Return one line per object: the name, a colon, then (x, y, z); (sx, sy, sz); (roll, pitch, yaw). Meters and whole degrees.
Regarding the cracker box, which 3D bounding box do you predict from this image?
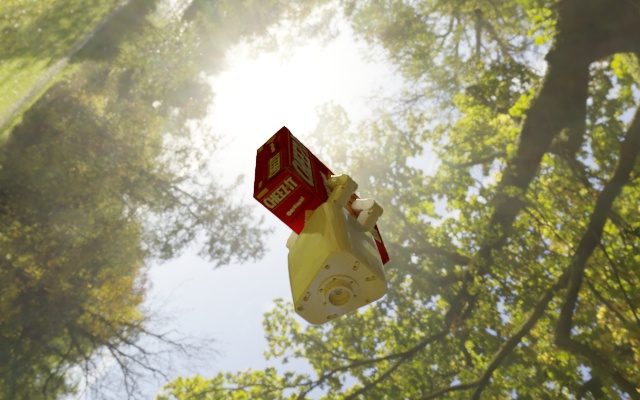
cracker box: (0.000, 0.003, 0.720); (0.214, 0.072, 0.164); (43, 17, -24)
